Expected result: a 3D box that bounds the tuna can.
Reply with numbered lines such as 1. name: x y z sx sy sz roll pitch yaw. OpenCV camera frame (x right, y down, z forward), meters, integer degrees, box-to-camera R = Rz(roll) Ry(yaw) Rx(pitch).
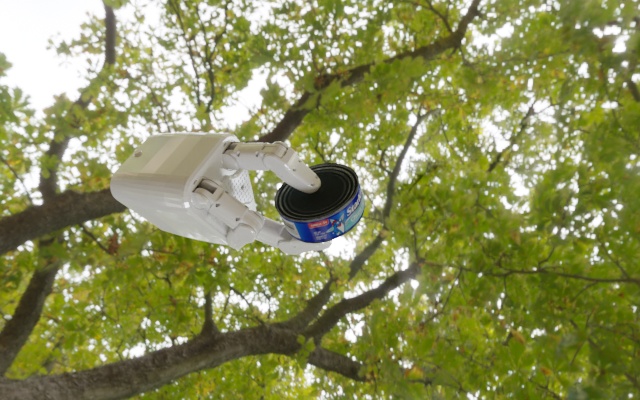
1. tuna can: 0.000 0.002 0.473 0.086 0.034 0.086 -13 38 10
